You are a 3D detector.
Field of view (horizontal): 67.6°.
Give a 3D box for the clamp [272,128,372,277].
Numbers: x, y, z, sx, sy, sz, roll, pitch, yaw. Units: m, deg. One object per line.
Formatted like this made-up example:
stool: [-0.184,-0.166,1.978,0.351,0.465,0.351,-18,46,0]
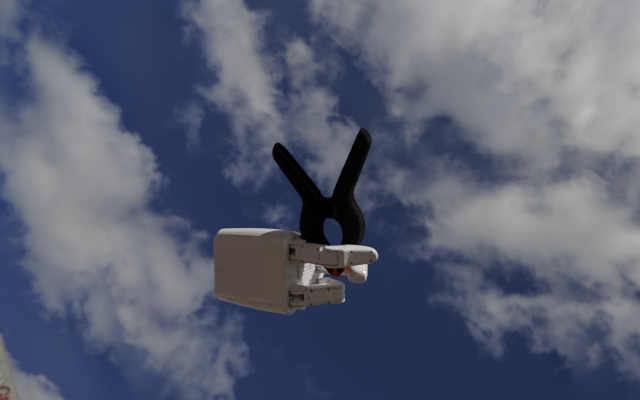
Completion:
clamp: [0.000,0.002,0.561,0.120,0.171,0.039,3,6,26]
